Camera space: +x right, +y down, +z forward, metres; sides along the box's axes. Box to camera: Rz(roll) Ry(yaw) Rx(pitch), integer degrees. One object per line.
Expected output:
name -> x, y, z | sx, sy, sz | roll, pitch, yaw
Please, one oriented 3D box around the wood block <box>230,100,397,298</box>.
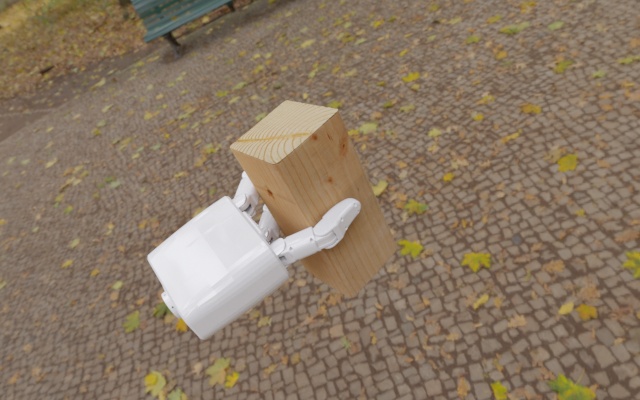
wood block -> 0.000, 0.002, 0.541 | 0.090, 0.206, 0.091 | -44, 39, -21
